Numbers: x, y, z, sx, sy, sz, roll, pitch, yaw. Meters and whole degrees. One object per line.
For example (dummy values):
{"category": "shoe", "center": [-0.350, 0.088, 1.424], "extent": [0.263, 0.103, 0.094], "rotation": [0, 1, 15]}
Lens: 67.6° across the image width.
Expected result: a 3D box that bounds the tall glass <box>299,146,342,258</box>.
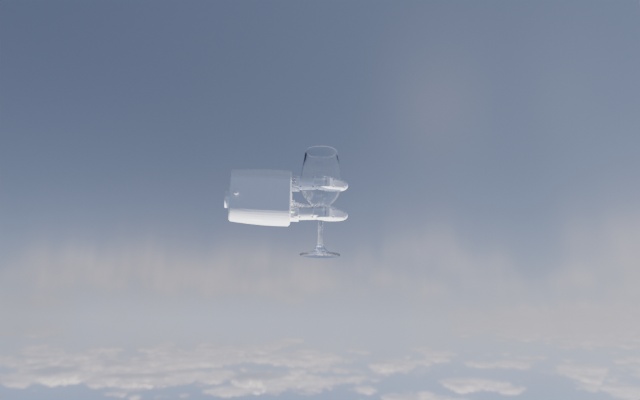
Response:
{"category": "tall glass", "center": [0.000, 0.004, 0.885], "extent": [0.079, 0.201, 0.079], "rotation": [1, -14, 0]}
